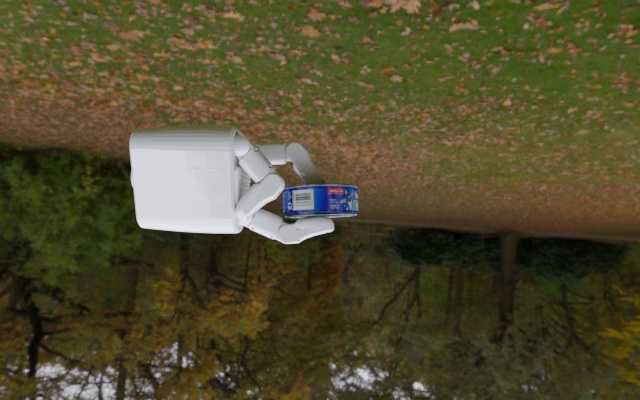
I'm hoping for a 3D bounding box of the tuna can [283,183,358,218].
[{"bbox_3d":[0.000,0.002,0.538,0.086,0.033,0.086,-2,-4,0],"label":"tuna can"}]
